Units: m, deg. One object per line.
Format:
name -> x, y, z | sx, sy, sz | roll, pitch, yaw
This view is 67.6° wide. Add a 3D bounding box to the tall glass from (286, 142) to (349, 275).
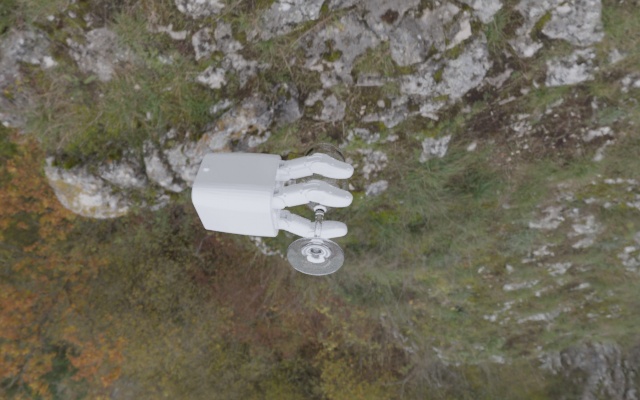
tall glass -> 0.000, 0.003, 0.672 | 0.079, 0.079, 0.200 | 0, 44, 6
